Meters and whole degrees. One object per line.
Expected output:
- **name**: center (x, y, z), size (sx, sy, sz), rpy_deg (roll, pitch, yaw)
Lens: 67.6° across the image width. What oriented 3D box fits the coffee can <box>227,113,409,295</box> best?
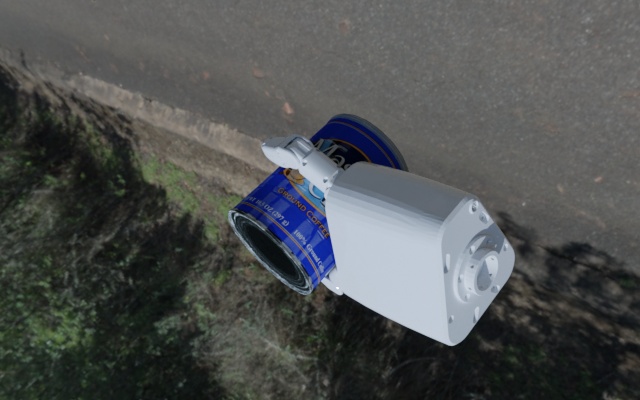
- **coffee can**: center (0.000, 0.001, 0.445), size (0.140, 0.103, 0.103), rpy_deg (-45, 20, -22)
